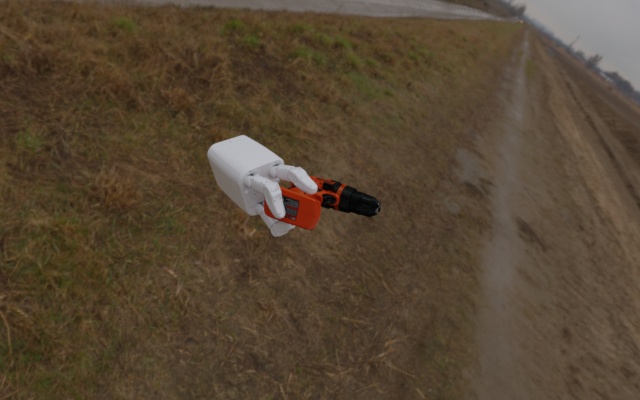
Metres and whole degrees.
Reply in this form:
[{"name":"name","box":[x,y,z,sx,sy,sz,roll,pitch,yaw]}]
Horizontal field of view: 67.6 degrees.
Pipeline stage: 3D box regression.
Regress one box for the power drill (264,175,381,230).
[{"name":"power drill","box":[0.000,0.003,0.859,0.184,0.057,0.187,16,14,22]}]
